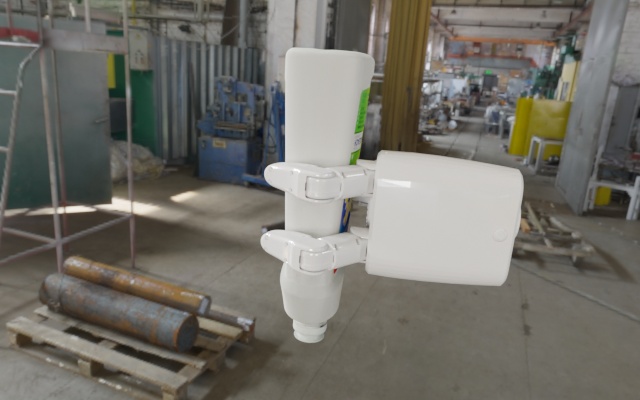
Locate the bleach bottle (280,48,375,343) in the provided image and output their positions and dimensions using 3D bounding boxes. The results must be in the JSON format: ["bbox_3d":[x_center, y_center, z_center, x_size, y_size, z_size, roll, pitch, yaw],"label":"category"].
[{"bbox_3d":[0.000,0.001,0.416,0.068,0.251,0.102,7,16,9],"label":"bleach bottle"}]
